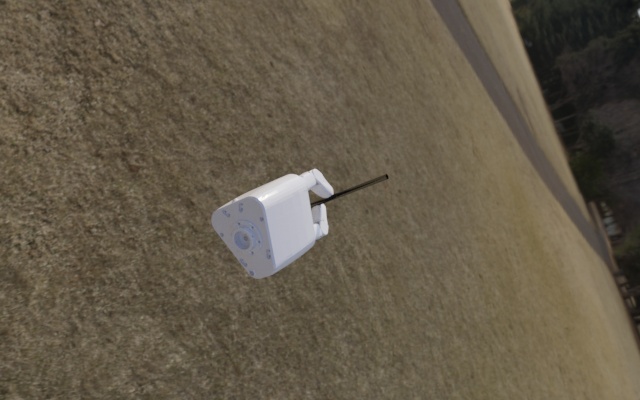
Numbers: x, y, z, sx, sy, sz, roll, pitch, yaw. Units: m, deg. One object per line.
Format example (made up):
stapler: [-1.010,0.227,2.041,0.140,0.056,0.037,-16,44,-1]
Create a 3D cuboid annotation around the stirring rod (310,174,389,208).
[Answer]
stirring rod: [0.000,0.003,0.750,0.239,0.011,0.011,-21,-11,31]
